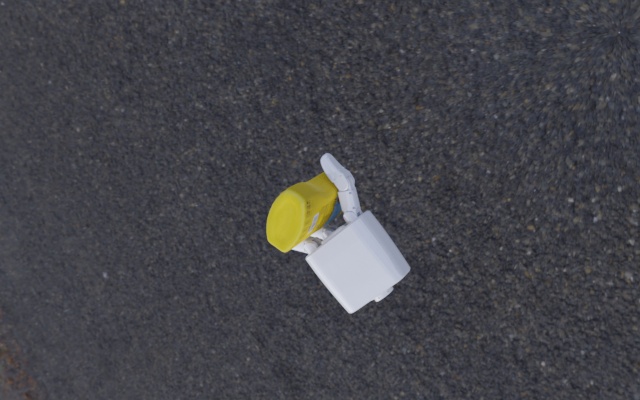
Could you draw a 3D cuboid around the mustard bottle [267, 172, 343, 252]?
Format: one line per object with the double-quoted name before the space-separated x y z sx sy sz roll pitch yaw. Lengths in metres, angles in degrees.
"mustard bottle" 0.000 0.002 0.714 0.058 0.096 0.191 32 31 19
